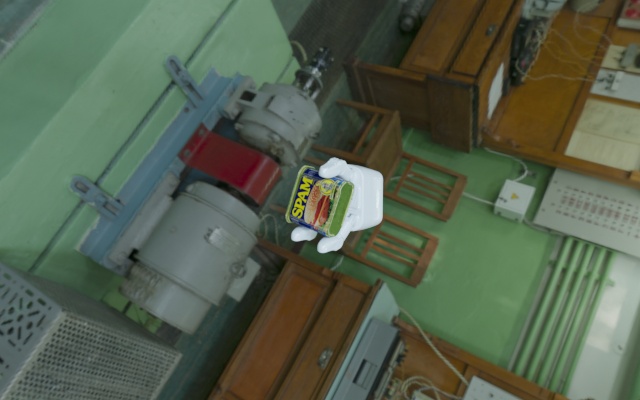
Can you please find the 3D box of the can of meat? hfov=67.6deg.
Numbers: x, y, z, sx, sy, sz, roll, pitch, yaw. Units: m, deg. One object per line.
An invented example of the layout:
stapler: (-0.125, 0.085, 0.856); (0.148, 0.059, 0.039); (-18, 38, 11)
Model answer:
can of meat: (0.000, 0.003, 0.798); (0.084, 0.102, 0.057); (21, 7, 27)
